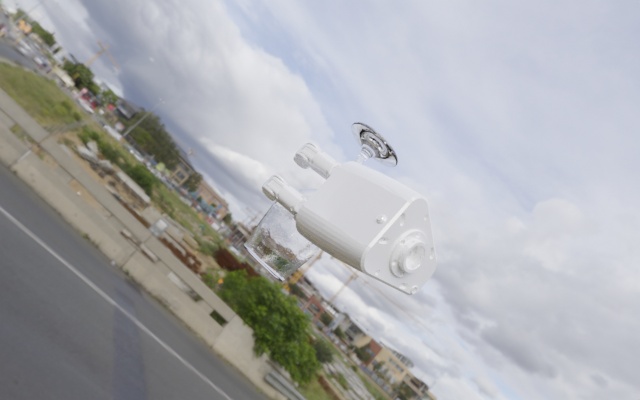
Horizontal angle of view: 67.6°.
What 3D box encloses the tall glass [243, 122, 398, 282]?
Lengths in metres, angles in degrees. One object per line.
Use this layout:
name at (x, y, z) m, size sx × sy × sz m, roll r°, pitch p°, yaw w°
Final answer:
tall glass at (0.000, 0.001, 0.567) m, size 0.079 × 0.201 × 0.079 m, roll 41°, pitch -12°, yaw 11°
